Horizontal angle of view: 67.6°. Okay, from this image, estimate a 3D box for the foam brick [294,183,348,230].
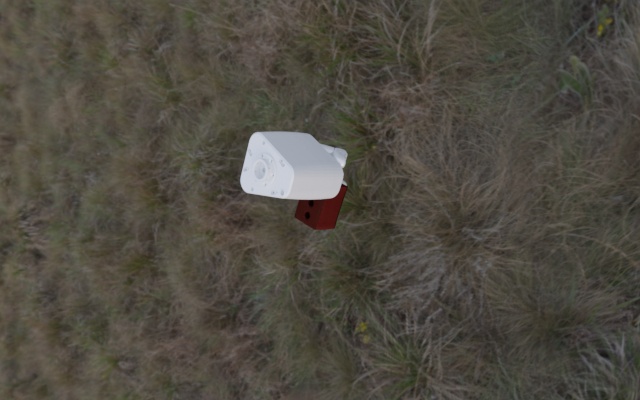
[{"bbox_3d":[0.000,0.003,0.779,0.053,0.078,0.051,29,21,36],"label":"foam brick"}]
